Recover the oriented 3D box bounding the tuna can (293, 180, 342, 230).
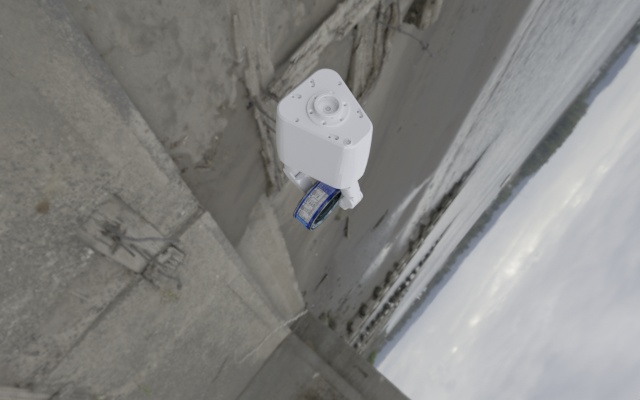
[{"bbox_3d":[0.001,0.003,0.702,0.033,0.086,0.086,40,9,10],"label":"tuna can"}]
